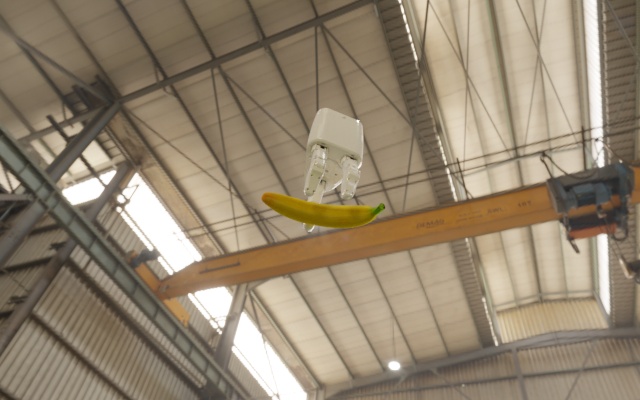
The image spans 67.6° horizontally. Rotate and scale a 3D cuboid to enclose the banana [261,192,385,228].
[{"bbox_3d":[0.005,0.015,0.776,0.198,0.037,0.070,3,-42,8],"label":"banana"}]
